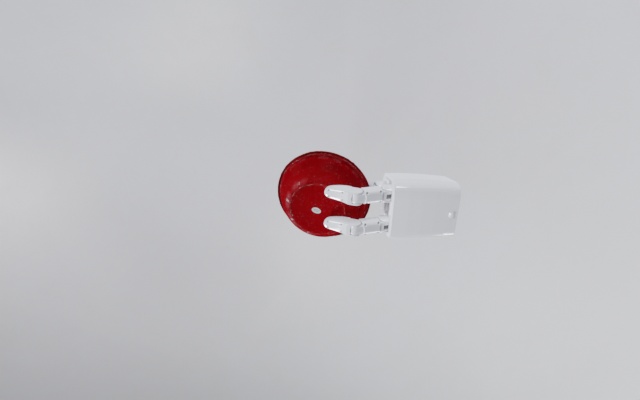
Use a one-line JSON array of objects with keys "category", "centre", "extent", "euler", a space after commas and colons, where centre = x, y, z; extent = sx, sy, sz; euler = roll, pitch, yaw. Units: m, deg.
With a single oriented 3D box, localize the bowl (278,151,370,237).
[{"category": "bowl", "centre": [-0.001, 0.003, 0.787], "extent": [0.162, 0.162, 0.055], "euler": [0, 27, 13]}]
